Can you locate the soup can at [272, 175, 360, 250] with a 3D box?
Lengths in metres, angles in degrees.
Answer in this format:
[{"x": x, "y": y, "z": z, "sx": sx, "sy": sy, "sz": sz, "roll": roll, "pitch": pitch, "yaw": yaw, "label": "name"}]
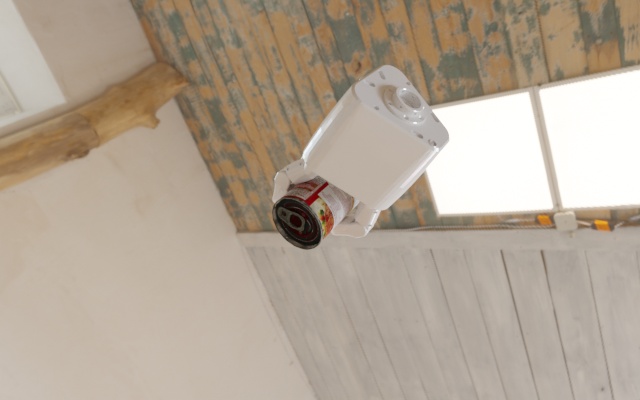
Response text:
[{"x": 0.000, "y": 0.002, "z": 0.566, "sx": 0.068, "sy": 0.068, "sz": 0.102, "roll": 0, "pitch": 29, "yaw": 38, "label": "soup can"}]
